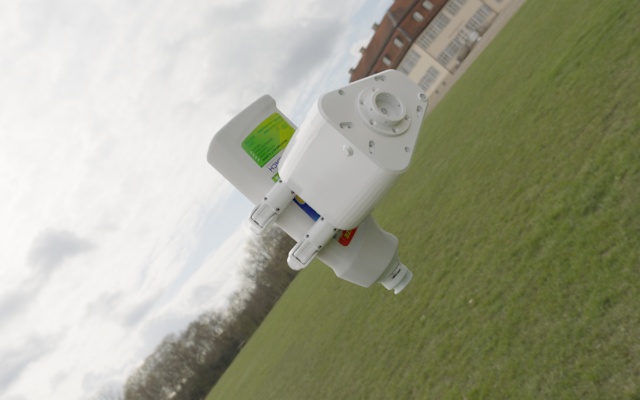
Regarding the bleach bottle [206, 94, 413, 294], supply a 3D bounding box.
[{"bbox_3d":[0.000,0.002,0.520,0.102,0.251,0.068,-47,-3,-33],"label":"bleach bottle"}]
